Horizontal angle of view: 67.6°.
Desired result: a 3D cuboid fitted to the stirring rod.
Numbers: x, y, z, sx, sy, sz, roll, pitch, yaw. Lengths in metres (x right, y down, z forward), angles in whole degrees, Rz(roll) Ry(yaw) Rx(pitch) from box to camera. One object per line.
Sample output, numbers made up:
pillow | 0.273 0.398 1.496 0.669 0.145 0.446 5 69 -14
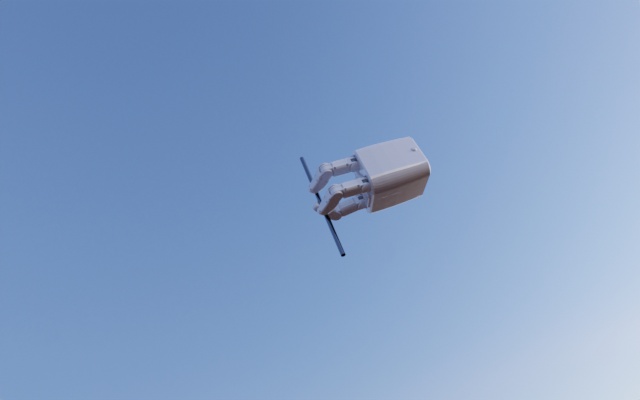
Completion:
stirring rod | 0.000 0.003 0.822 0.011 0.011 0.239 0 43 -24
